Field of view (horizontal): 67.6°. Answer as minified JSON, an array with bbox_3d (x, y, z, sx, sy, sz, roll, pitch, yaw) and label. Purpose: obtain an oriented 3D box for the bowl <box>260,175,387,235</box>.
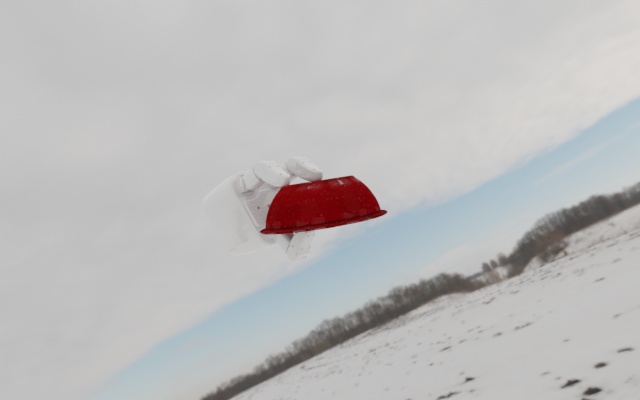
[{"bbox_3d":[0.001,0.001,0.601,0.162,0.055,0.162,-9,2,0],"label":"bowl"}]
